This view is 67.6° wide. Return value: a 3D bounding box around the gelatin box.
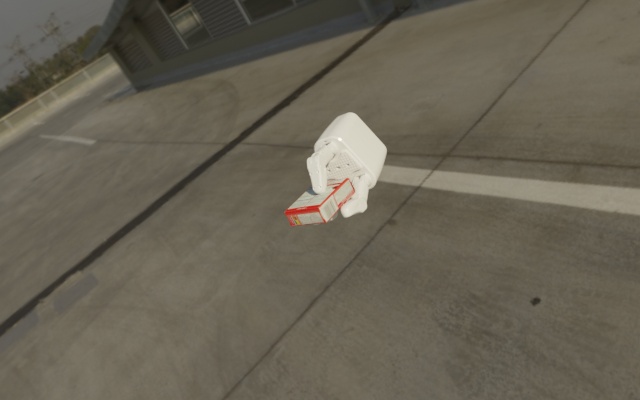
[{"bbox_3d":[0.000,0.002,0.725,0.073,0.030,0.089,-8,27,42],"label":"gelatin box"}]
